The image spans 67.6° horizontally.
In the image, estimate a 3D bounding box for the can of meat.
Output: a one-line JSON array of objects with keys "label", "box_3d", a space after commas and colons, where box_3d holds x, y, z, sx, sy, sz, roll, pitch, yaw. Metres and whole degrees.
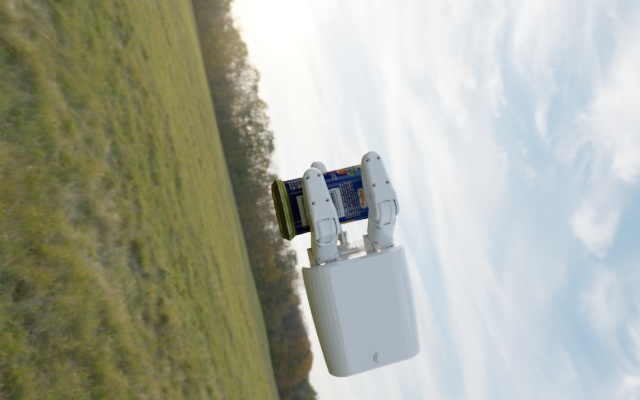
[{"label": "can of meat", "box_3d": [0.000, 0.001, 0.466, 0.084, 0.057, 0.102, -12, -1, -9]}]
